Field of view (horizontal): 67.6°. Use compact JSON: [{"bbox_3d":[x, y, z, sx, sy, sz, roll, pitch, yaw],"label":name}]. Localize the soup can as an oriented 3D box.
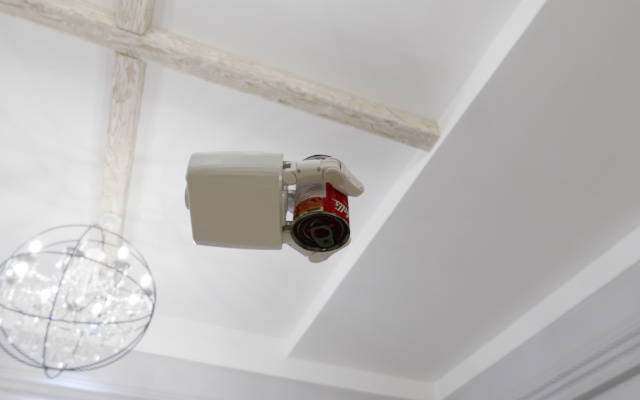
[{"bbox_3d":[0.001,0.002,0.574,0.068,0.102,0.069,0,-45,0],"label":"soup can"}]
